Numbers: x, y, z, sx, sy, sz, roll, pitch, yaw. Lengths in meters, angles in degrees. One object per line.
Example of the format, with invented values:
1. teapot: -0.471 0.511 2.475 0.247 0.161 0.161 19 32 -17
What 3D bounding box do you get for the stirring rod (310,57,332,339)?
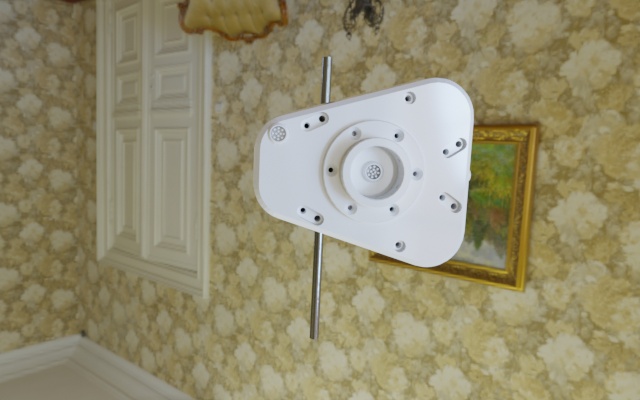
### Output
1. stirring rod: 0.000 0.001 0.407 0.011 0.239 0.011 3 6 0
